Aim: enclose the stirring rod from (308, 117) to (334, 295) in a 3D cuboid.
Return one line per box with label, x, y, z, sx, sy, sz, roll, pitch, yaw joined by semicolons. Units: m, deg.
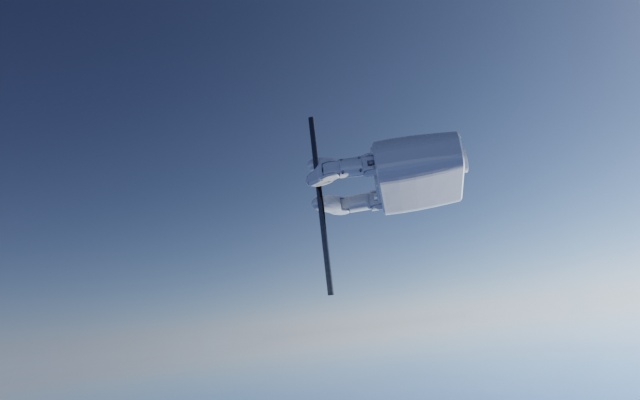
stirring rod;0.000;0.002;0.624;0.011;0.239;0.011;-6;-15;-2
